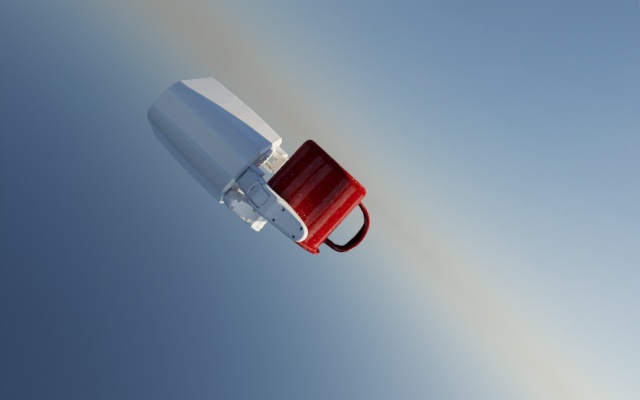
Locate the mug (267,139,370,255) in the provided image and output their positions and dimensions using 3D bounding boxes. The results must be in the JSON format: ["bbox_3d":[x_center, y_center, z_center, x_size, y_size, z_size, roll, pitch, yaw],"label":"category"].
[{"bbox_3d":[0.001,0.002,0.481,0.117,0.081,0.093,42,5,-6],"label":"mug"}]
